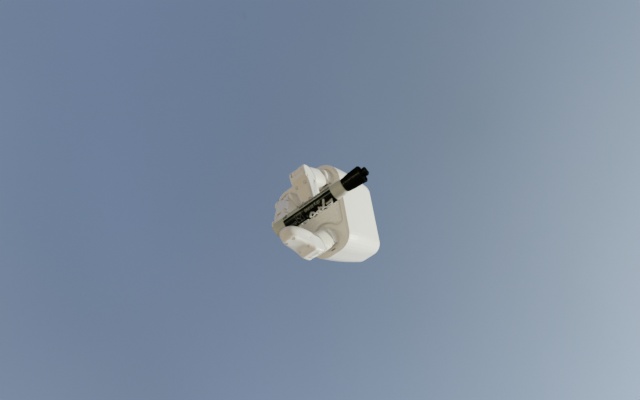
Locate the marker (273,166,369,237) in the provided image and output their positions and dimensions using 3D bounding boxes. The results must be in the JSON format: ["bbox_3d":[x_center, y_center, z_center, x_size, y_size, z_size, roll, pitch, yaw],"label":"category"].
[{"bbox_3d":[0.000,0.002,0.502,0.121,0.020,0.020,-35,-14,20],"label":"marker"}]
